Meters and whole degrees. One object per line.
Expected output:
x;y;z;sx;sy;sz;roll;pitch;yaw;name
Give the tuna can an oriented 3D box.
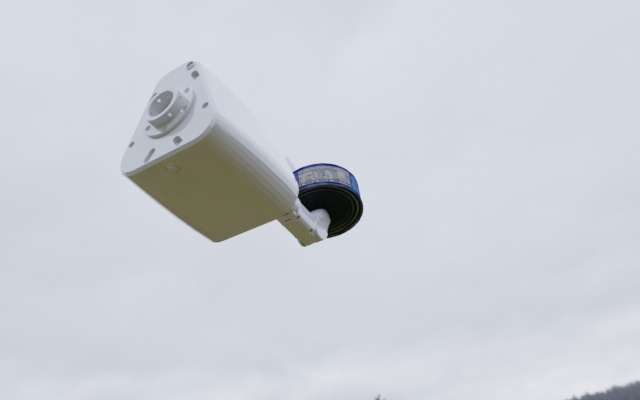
0.000;0.001;0.498;0.086;0.033;0.086;-4;-42;-4;tuna can
